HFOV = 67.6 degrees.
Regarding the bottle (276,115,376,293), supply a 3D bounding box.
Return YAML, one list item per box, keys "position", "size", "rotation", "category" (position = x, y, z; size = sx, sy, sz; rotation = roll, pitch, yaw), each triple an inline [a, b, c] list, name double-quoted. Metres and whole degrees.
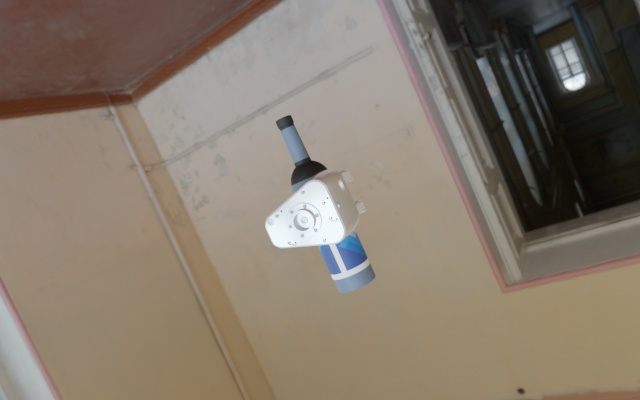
- position: [0.000, 0.003, 0.773]
  size: [0.069, 0.296, 0.069]
  rotation: [-24, 3, 2]
  category: "bottle"
